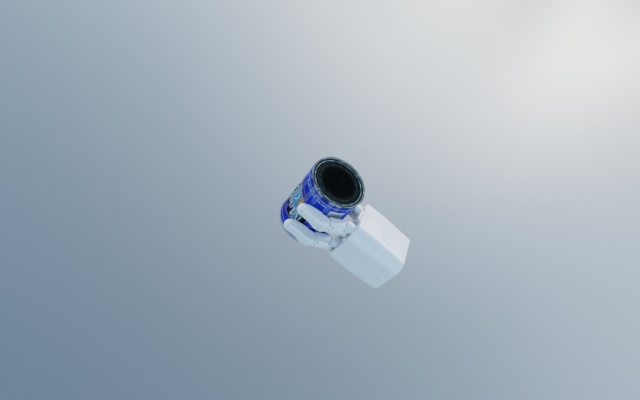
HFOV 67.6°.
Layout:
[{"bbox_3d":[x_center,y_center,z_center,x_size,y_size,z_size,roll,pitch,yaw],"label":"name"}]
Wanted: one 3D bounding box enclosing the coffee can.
[{"bbox_3d":[0.000,0.003,0.857,0.103,0.102,0.140,0,-30,-31],"label":"coffee can"}]
